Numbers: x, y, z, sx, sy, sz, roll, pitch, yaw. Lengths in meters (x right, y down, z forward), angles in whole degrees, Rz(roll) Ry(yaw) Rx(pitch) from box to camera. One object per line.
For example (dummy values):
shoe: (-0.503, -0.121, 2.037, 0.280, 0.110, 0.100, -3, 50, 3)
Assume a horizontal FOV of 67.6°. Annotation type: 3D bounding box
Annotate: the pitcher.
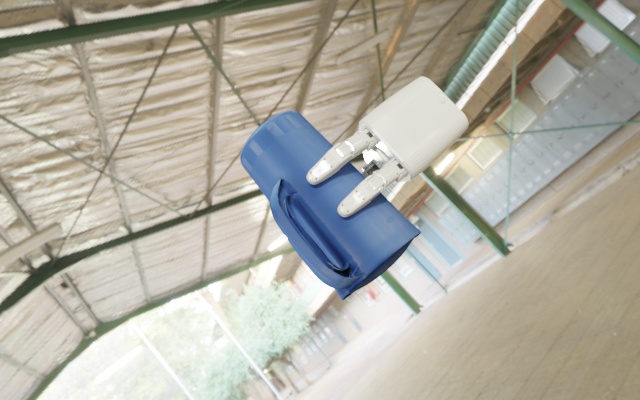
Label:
pitcher: (0.000, 0.002, 0.623, 0.145, 0.243, 0.149, -39, -12, -11)
